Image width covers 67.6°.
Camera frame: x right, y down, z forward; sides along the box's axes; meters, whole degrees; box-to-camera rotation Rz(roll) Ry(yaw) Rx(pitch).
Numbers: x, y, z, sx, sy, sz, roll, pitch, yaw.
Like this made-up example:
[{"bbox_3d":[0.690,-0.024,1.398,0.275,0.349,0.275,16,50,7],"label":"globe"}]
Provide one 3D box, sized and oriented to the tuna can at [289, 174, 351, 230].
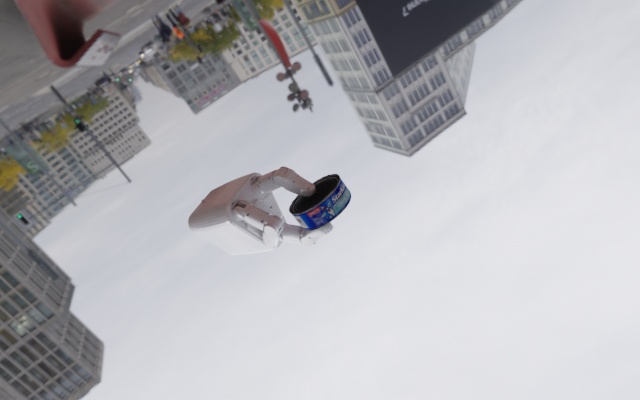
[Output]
[{"bbox_3d":[0.000,0.003,0.667,0.086,0.034,0.086,-32,20,13],"label":"tuna can"}]
